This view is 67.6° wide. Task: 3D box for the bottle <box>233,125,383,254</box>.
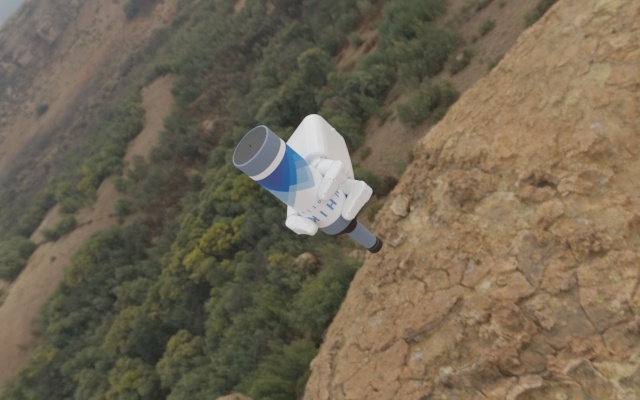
[{"bbox_3d":[0.000,0.002,0.716,0.069,0.069,0.296,0,-31,47],"label":"bottle"}]
